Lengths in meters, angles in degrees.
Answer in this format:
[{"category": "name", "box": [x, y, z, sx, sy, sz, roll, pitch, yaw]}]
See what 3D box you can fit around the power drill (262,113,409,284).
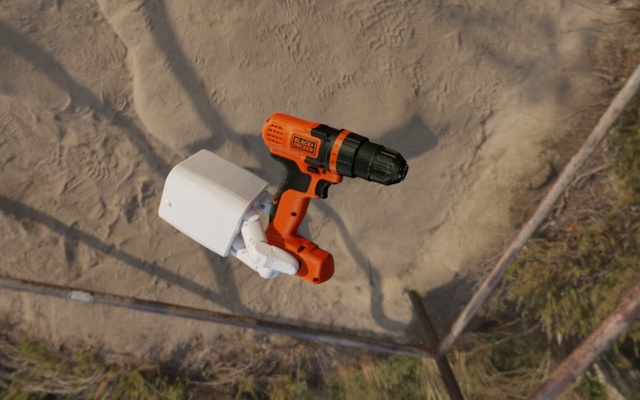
[{"category": "power drill", "box": [0.000, 0.002, 0.580, 0.184, 0.188, 0.057, 22, 19, 24]}]
